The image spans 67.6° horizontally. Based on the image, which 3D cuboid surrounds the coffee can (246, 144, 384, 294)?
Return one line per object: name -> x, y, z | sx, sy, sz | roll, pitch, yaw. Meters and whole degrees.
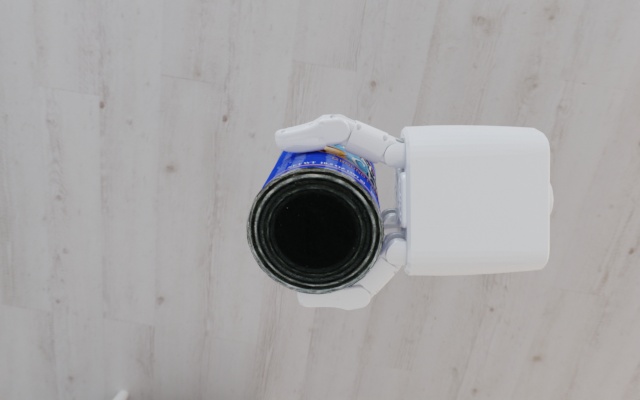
coffee can -> 0.000, 0.001, 0.417 | 0.103, 0.103, 0.140 | 0, 20, 4
